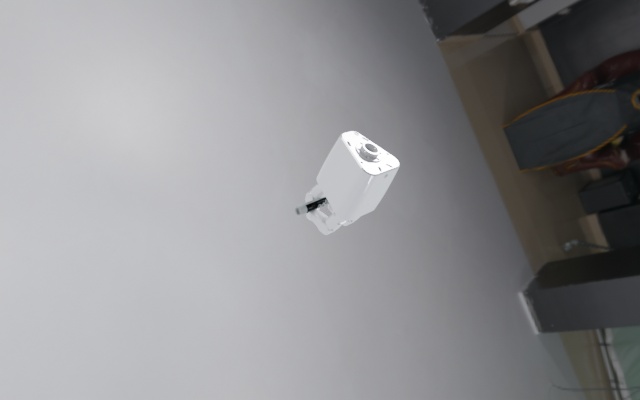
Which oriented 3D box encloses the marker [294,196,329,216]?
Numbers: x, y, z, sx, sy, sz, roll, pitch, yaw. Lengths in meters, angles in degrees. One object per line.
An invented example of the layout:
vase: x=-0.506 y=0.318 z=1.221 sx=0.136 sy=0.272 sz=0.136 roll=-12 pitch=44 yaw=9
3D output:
marker: x=0.000 y=0.003 z=0.891 sx=0.020 sy=0.020 sz=0.121 roll=0 pitch=16 yaw=44
